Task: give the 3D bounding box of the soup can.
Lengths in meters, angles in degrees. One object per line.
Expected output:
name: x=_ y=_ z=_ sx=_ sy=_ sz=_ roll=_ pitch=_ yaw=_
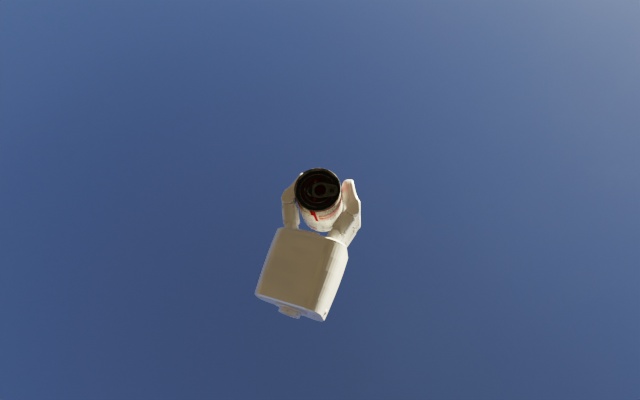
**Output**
soup can: x=0.000 y=0.002 z=0.732 sx=0.068 sy=0.068 sz=0.102 roll=0 pitch=-22 yaw=6
